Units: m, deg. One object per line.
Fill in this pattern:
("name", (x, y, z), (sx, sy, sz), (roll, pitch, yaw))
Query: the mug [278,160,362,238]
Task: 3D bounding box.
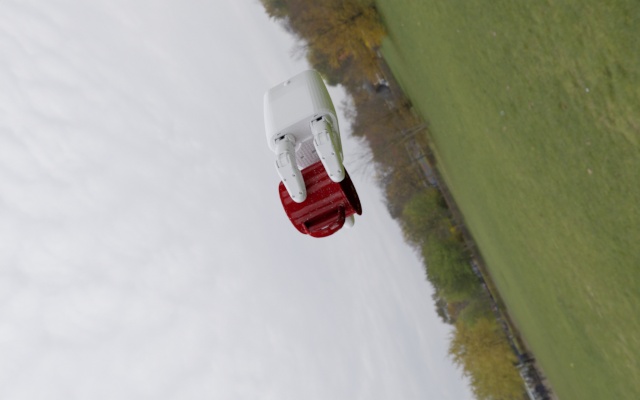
("mug", (0.000, 0.003, 0.616), (0.081, 0.117, 0.093), (-26, -46, 14))
